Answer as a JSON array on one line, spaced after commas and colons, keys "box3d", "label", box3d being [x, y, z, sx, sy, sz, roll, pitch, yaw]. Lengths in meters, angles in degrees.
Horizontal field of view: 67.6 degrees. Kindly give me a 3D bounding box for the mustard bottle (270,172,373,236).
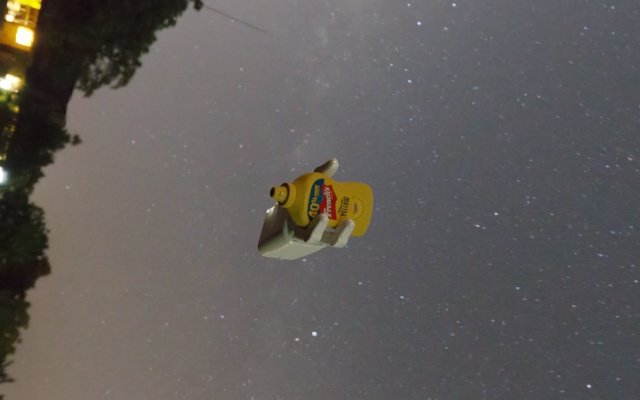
[{"box3d": [0.001, 0.003, 0.818, 0.191, 0.096, 0.058, 12, -2, -34], "label": "mustard bottle"}]
